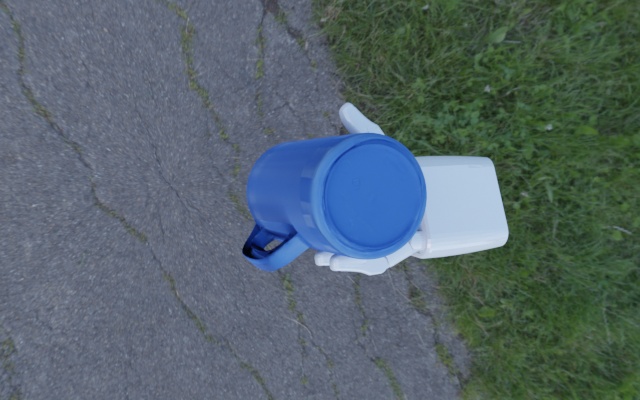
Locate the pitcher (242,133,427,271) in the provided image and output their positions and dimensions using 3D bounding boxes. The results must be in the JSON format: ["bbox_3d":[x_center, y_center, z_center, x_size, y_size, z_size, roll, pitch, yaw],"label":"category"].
[{"bbox_3d":[0.000,0.002,0.506,0.145,0.149,0.243,-1,2,-18],"label":"pitcher"}]
